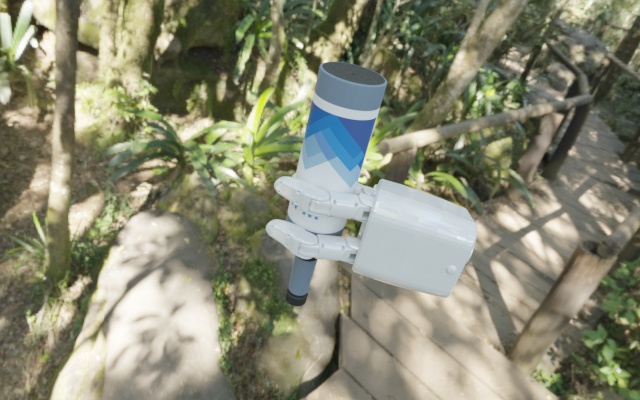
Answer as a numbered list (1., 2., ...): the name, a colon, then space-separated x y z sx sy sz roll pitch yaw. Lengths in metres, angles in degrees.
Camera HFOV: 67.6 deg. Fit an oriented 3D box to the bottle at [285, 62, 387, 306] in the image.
1. bottle: 0.000 0.001 0.529 0.069 0.296 0.069 11 31 -6
